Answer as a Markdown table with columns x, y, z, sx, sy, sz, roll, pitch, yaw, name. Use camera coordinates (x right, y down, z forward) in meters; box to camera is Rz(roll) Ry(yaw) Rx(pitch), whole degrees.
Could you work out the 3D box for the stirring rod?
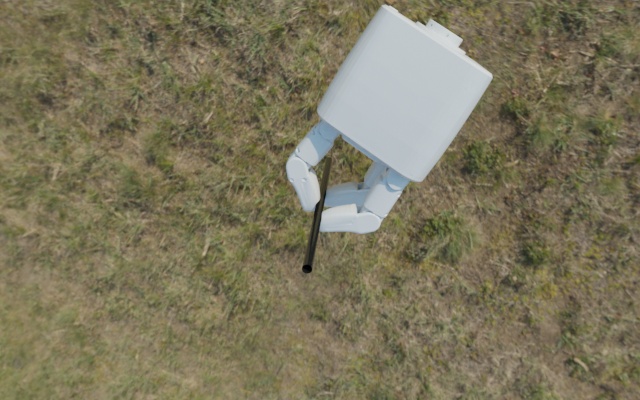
| x | y | z | sx | sy | sz | roll | pitch | yaw | name |
| --- | --- | --- | --- | --- | --- | --- | --- | --- | --- |
| 0.000 | 0.001 | 0.469 | 0.011 | 0.011 | 0.239 | 0 | 25 | 5 | stirring rod |
